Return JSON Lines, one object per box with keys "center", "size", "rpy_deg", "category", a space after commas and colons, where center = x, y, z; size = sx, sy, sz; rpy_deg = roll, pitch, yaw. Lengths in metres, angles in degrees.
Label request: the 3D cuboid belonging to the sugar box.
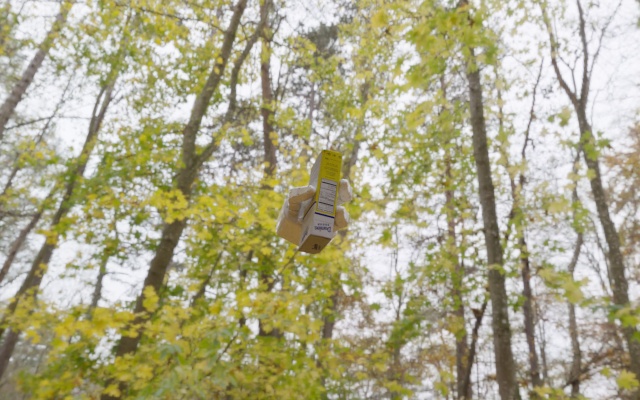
{"center": [0.001, 0.003, 0.880], "size": [0.048, 0.176, 0.093], "rpy_deg": [12, -26, -12], "category": "sugar box"}
